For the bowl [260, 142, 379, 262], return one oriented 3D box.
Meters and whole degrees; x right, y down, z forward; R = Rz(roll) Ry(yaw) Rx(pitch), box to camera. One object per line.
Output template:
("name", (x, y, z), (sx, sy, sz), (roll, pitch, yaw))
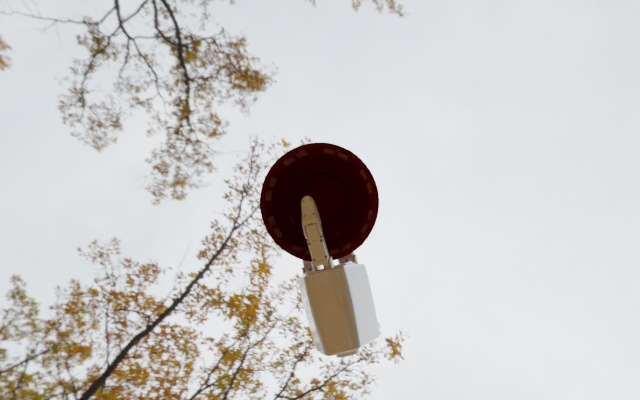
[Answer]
("bowl", (0.000, 0.001, 0.666), (0.162, 0.162, 0.055), (0, 2, 6))
